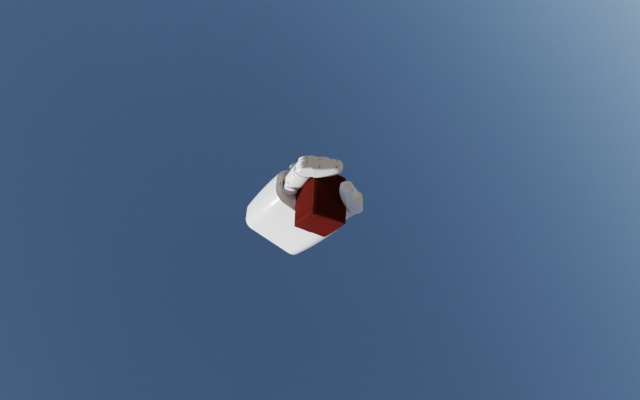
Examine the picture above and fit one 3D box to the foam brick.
[{"bbox_3d":[0.000,0.002,0.660,0.053,0.078,0.051,22,-38,-27],"label":"foam brick"}]
